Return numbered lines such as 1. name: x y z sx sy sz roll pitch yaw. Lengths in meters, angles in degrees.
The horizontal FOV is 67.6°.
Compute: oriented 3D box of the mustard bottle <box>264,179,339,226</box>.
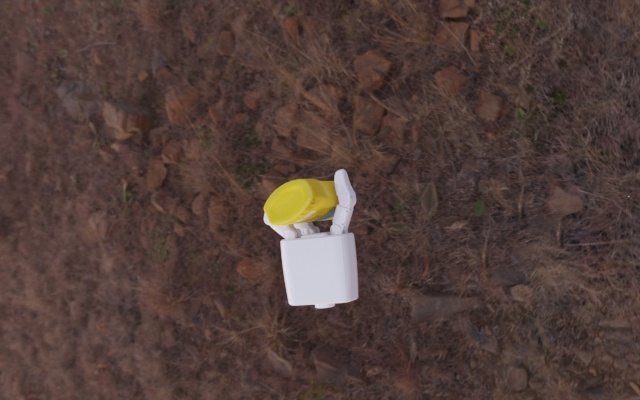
1. mustard bottle: 0.000 0.002 0.792 0.096 0.058 0.191 -35 -18 28
